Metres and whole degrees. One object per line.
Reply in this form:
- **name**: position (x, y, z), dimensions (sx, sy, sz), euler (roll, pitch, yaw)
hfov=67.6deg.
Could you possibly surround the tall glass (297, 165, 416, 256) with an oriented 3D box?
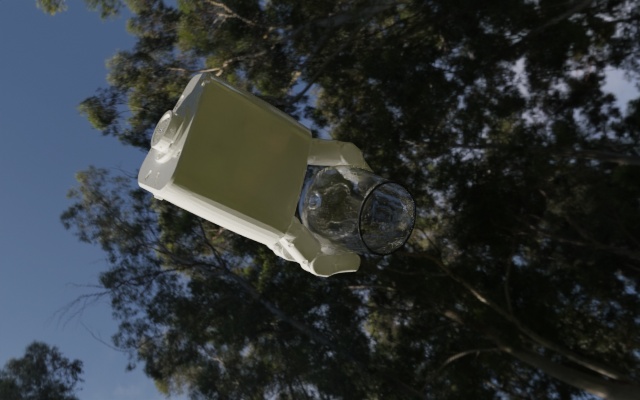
- **tall glass**: position (0.000, 0.001, 0.467), dimensions (0.079, 0.079, 0.201), euler (0, 8, -34)
